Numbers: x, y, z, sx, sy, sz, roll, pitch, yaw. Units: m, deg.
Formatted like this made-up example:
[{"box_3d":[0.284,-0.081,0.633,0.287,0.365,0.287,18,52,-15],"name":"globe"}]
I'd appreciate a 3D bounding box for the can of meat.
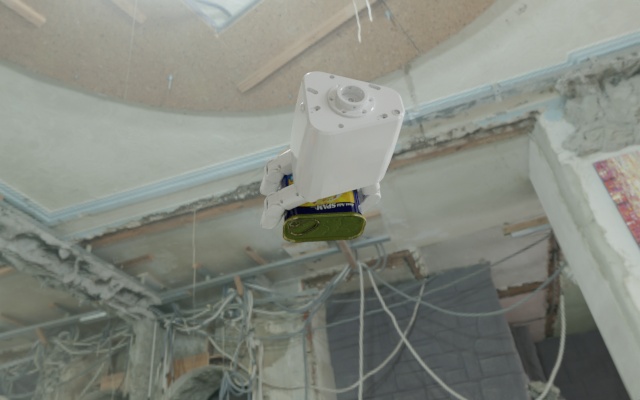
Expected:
[{"box_3d":[0.000,0.002,0.607,0.102,0.084,0.057,-3,-34,-7],"name":"can of meat"}]
